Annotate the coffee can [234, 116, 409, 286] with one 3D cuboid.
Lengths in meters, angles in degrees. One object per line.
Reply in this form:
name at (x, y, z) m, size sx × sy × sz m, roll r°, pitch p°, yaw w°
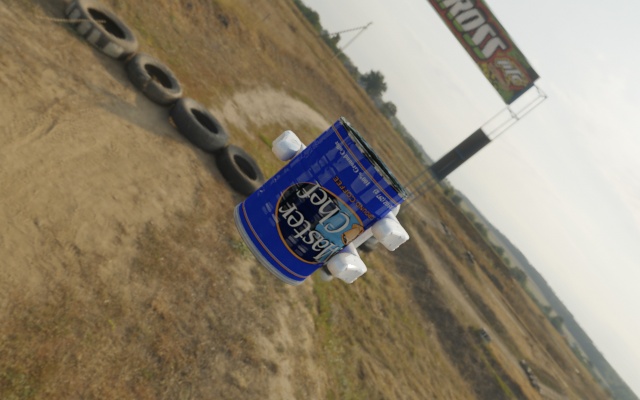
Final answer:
coffee can at (0.000, 0.002, 0.472) m, size 0.140 × 0.103 × 0.103 m, roll -40°, pitch -10°, yaw 12°
